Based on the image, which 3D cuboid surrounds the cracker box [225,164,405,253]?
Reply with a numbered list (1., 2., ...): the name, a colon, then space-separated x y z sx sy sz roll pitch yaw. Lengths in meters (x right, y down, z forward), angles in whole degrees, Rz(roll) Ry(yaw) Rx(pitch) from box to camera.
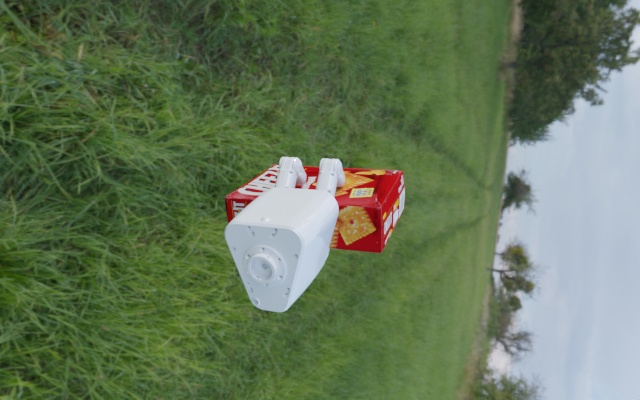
1. cracker box: 0.000 0.002 0.674 0.213 0.072 0.164 4 21 19
